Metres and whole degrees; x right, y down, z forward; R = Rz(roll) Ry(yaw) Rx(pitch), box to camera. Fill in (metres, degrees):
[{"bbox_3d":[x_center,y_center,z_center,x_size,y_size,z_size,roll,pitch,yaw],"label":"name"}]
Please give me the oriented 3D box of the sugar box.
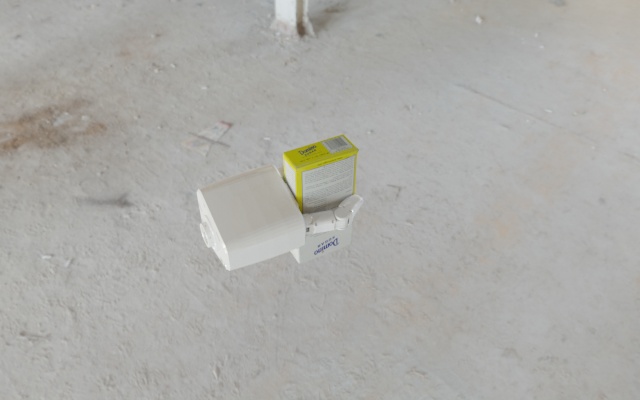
[{"bbox_3d":[0.000,0.002,0.662,0.093,0.176,0.048,-19,47,-22],"label":"sugar box"}]
